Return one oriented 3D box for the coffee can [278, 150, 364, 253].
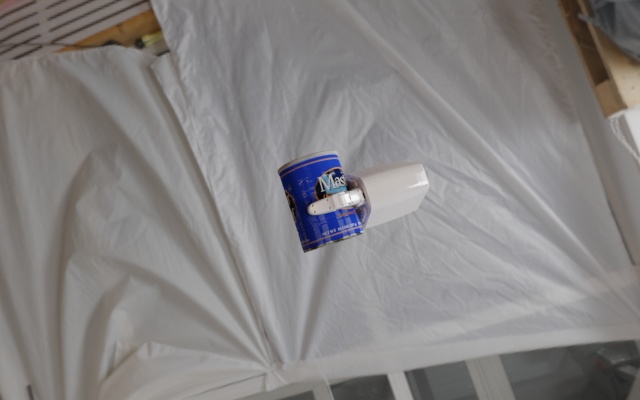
[{"bbox_3d":[0.000,0.002,0.771,0.103,0.140,0.103,-18,-6,-2],"label":"coffee can"}]
